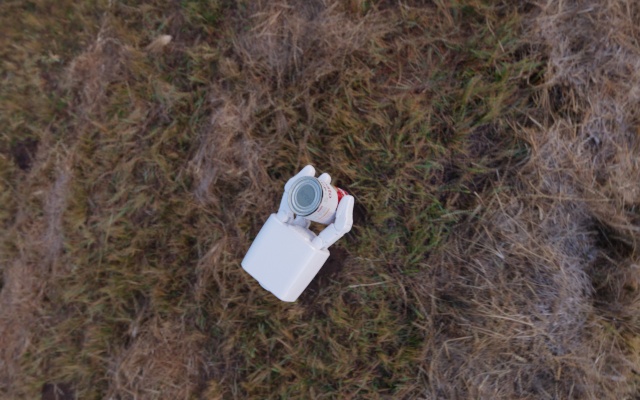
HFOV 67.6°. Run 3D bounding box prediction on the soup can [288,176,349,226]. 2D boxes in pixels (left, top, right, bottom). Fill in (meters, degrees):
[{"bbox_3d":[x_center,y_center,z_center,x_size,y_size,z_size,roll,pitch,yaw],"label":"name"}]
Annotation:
[{"bbox_3d":[0.000,0.002,0.792,0.068,0.068,0.102,0,-12,32],"label":"soup can"}]
